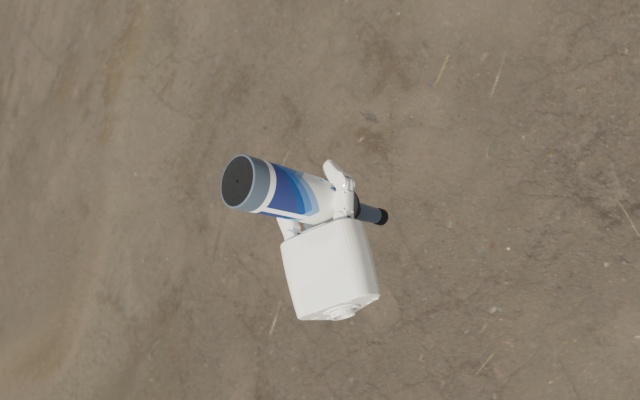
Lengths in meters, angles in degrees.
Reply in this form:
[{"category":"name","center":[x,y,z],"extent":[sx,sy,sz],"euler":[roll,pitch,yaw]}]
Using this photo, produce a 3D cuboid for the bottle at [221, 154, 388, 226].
[{"category":"bottle","center":[0.000,0.002,0.675],"extent":[0.069,0.069,0.296],"euler":[0,-10,44]}]
